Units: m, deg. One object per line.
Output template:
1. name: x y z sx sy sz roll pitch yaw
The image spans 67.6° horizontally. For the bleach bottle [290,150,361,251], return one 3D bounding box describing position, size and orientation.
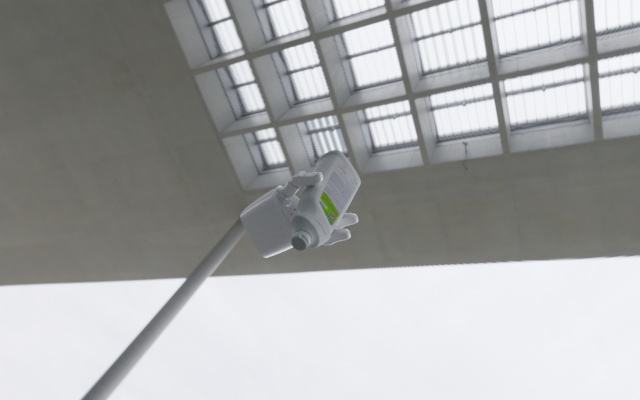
1. bleach bottle: 0.000 0.003 0.897 0.068 0.102 0.250 -28 17 34
